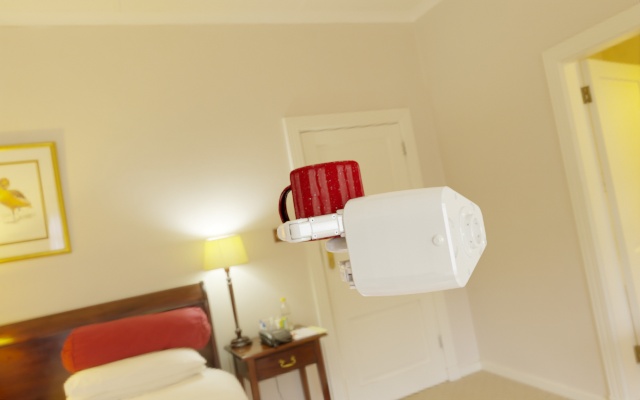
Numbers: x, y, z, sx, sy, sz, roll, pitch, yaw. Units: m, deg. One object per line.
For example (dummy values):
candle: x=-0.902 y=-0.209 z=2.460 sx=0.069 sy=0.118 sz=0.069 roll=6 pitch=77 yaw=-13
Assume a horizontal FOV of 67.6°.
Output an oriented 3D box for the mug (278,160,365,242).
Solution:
mug: x=-0.001 y=0.002 z=0.554 sx=0.117 sy=0.081 sz=0.093 roll=-10 pitch=-1 yaw=35
